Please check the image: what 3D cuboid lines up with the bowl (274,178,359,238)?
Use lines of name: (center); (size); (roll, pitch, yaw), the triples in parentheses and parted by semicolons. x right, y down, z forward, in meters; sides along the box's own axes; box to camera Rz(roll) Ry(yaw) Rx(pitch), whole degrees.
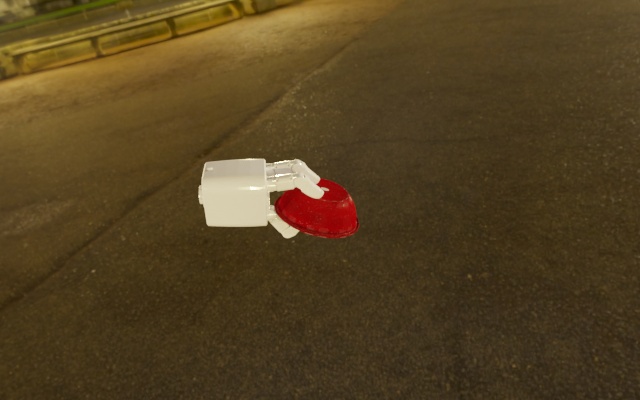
bowl: (0.001, 0.003, 0.871); (0.162, 0.055, 0.162); (13, 25, -6)
